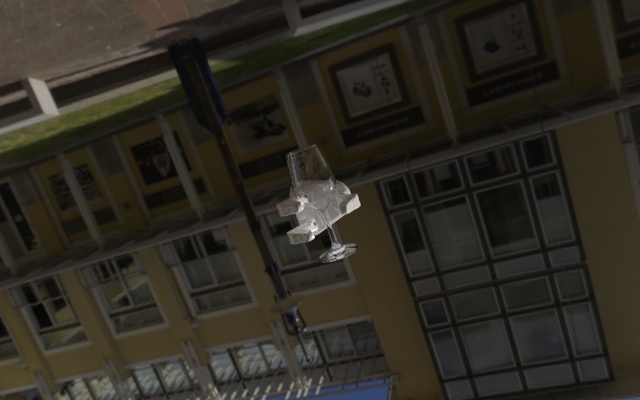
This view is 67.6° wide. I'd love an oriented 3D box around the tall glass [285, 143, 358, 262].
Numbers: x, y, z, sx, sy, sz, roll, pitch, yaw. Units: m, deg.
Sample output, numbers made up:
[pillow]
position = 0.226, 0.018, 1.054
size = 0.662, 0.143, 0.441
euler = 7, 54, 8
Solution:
[tall glass]
position = 0.000, 0.003, 0.845
size = 0.079, 0.201, 0.079
euler = -19, 11, 4
